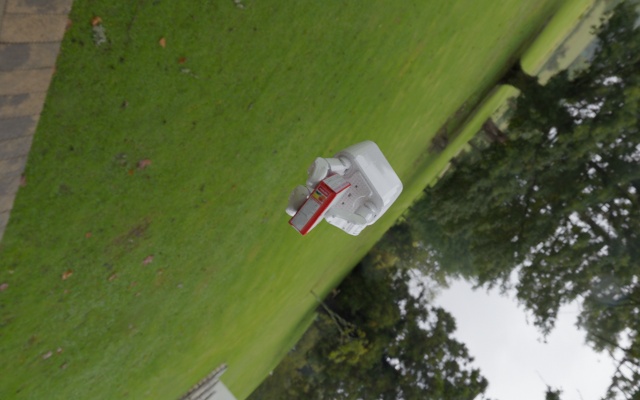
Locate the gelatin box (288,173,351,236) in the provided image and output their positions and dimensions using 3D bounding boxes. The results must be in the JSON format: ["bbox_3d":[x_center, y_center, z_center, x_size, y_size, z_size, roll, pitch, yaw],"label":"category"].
[{"bbox_3d":[0.000,0.002,0.641,0.030,0.073,0.089,41,18,5],"label":"gelatin box"}]
